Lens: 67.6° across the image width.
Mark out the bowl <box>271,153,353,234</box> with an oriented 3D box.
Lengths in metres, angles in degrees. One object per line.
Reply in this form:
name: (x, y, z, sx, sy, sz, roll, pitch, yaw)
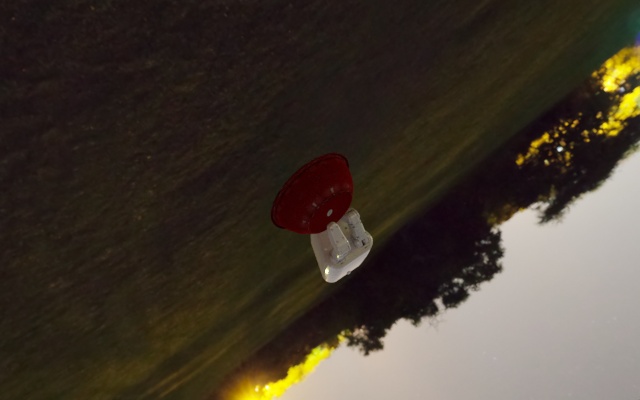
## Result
bowl: (0.000, 0.002, 0.771, 0.055, 0.162, 0.162, 46, 25, 27)
